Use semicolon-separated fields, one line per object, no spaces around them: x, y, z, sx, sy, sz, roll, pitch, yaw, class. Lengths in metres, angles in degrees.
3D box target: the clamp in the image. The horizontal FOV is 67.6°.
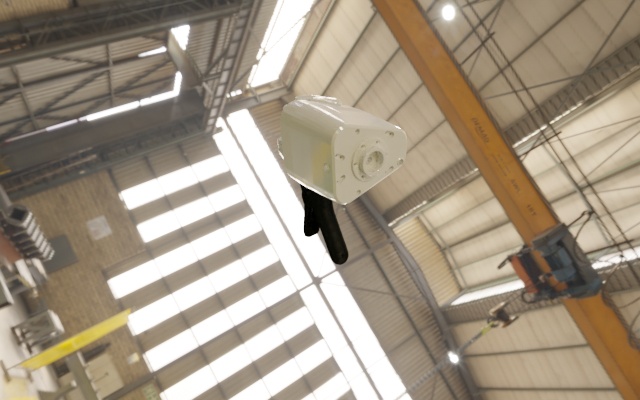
0.001;0.002;0.649;0.039;0.172;0.120;-22;33;-23;clamp
